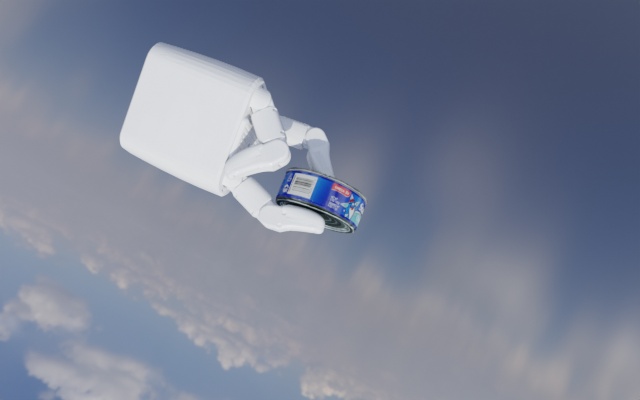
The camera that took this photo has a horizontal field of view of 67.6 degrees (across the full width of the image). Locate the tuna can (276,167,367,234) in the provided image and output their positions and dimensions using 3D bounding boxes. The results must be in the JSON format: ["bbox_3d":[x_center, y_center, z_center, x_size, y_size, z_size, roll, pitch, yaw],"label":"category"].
[{"bbox_3d":[0.000,0.002,0.468,0.086,0.033,0.086,20,-13,5],"label":"tuna can"}]
